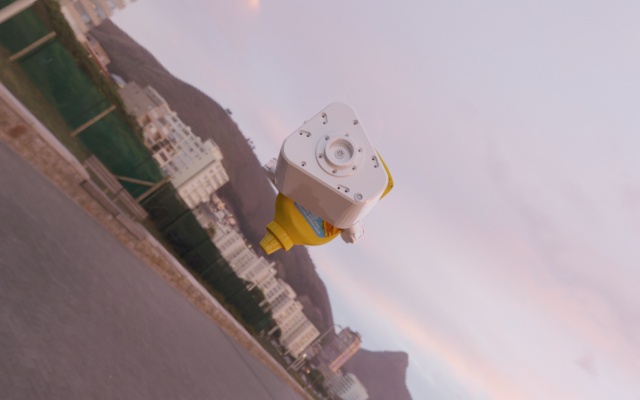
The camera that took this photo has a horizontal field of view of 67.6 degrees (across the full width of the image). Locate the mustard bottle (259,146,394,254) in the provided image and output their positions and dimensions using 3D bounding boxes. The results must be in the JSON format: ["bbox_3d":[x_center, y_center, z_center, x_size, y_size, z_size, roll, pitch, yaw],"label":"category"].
[{"bbox_3d":[0.000,0.002,0.619,0.191,0.096,0.058,-40,18,-14],"label":"mustard bottle"}]
